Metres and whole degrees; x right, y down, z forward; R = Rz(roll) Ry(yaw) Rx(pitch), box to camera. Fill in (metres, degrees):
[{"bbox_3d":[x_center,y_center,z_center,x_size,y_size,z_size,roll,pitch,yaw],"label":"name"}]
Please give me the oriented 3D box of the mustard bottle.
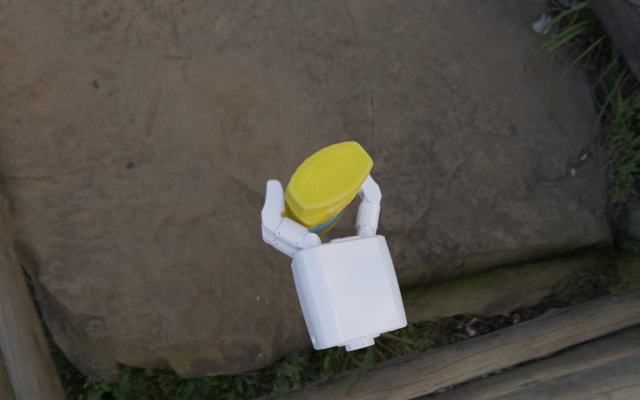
[{"bbox_3d":[0.000,0.001,0.572,0.096,0.058,0.192,-37,-10,-16],"label":"mustard bottle"}]
